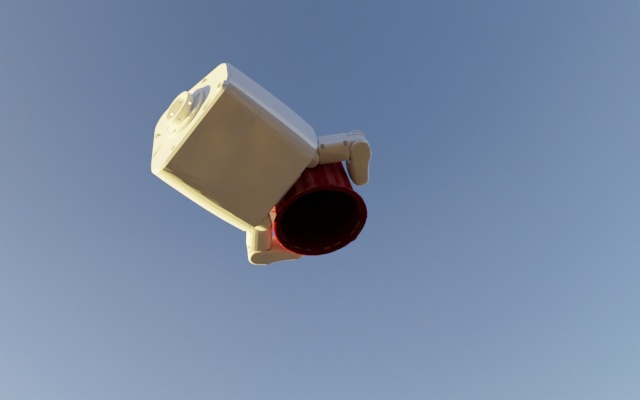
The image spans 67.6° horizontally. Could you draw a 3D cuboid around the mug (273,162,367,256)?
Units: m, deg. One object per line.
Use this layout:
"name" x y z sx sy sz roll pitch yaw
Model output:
"mug" 0.001 0.002 0.499 0.093 0.081 0.117 -39 -51 18
